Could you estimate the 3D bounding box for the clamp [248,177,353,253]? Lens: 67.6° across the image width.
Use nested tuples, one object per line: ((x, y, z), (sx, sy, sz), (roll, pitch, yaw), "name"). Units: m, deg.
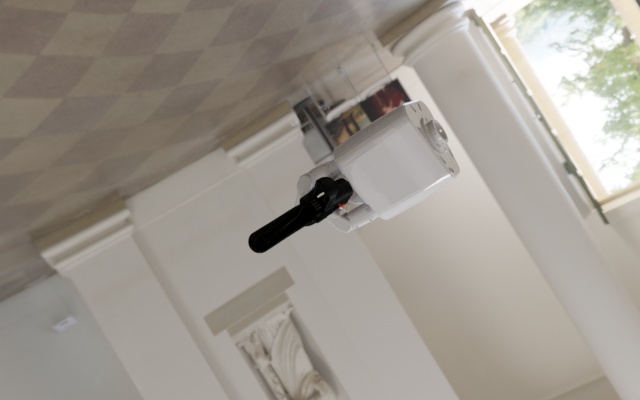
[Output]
((0.000, 0.002, 0.554), (0.120, 0.039, 0.171), (-33, -1, 31), "clamp")
